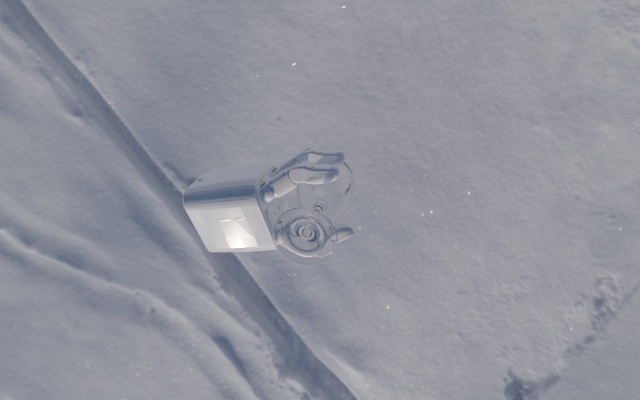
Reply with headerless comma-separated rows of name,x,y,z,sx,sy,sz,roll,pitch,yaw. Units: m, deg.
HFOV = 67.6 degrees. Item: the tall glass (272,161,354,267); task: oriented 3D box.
tall glass,0.000,0.002,0.619,0.079,0.079,0.201,0,24,12
